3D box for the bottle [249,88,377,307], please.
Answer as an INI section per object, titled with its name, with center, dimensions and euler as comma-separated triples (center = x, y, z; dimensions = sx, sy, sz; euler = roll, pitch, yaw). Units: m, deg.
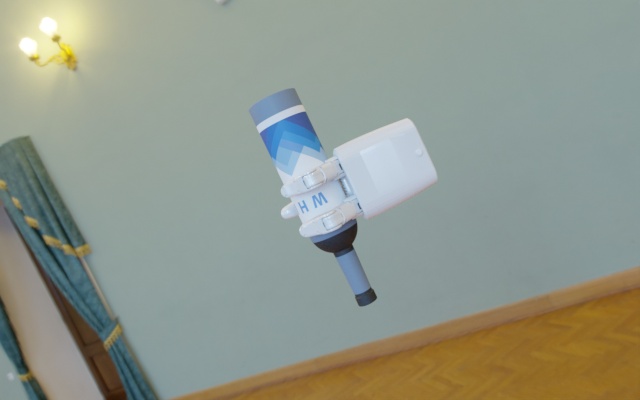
[bottle]
center = 0.000, 0.002, 0.626
dimensions = 0.069, 0.296, 0.069
euler = -25, 3, 2
